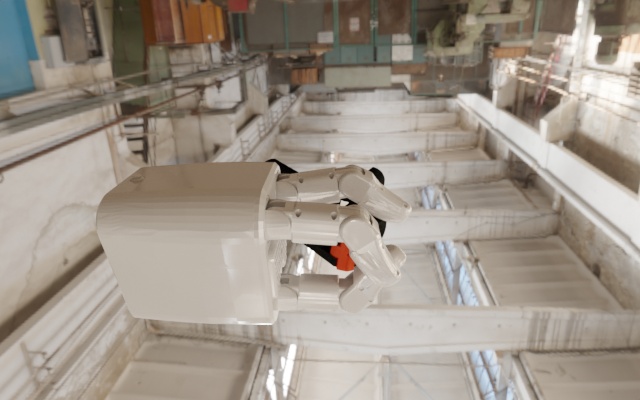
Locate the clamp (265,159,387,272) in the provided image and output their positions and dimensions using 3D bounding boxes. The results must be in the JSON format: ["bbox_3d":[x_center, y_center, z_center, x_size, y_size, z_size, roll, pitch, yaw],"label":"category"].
[{"bbox_3d":[0.000,0.002,0.403,0.120,0.039,0.171,2,20,2],"label":"clamp"}]
